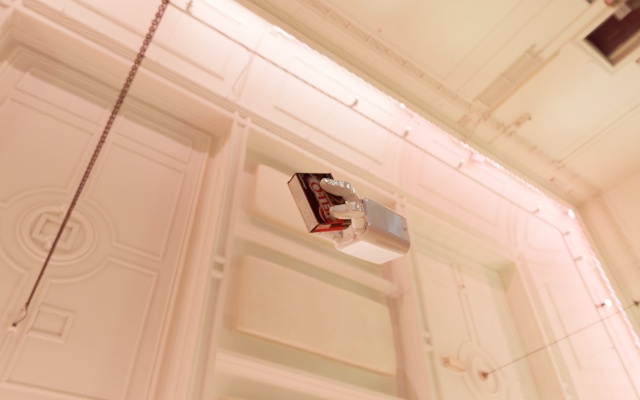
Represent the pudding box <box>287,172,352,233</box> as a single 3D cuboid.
[{"bbox_3d":[0.000,0.003,0.874,0.090,0.113,0.039,-2,-35,-43],"label":"pudding box"}]
